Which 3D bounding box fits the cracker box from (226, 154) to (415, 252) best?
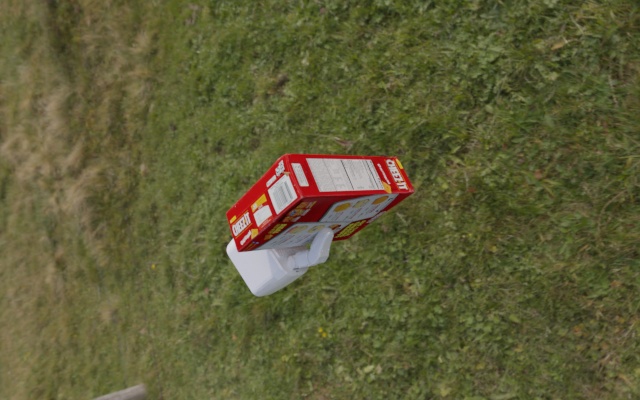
[{"bbox_3d":[0.000,0.002,0.678,0.213,0.072,0.164,-4,-26,-42],"label":"cracker box"}]
